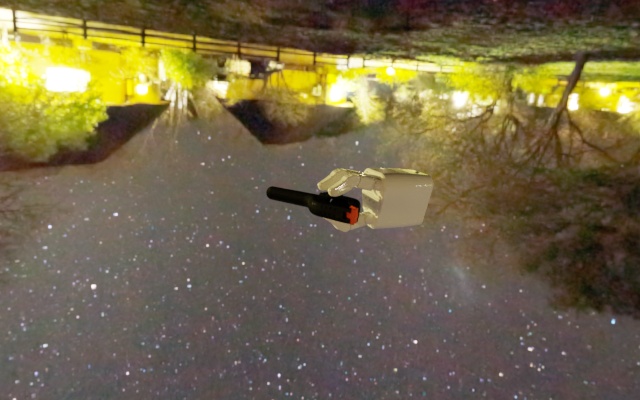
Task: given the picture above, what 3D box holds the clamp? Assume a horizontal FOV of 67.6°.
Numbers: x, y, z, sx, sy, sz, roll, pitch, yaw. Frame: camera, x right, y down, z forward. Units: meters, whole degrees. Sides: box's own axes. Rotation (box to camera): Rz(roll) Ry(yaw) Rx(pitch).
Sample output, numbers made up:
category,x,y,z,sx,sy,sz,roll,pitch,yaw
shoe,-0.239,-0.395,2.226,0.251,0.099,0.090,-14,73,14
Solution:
category,x,y,z,sx,sy,sz,roll,pitch,yaw
clamp,0.000,0.004,0.868,0.164,0.036,0.210,-2,14,-20
